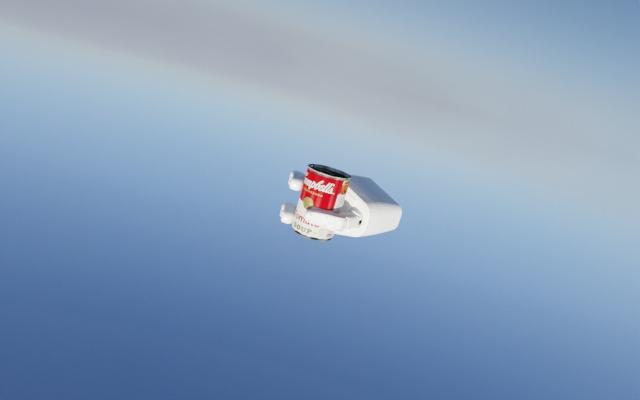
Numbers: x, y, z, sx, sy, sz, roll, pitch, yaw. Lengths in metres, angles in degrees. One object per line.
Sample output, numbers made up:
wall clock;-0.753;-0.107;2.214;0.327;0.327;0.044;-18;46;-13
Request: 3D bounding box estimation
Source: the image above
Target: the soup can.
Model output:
soup can;0.000;0.003;0.730;0.068;0.102;0.068;15;15;-4
